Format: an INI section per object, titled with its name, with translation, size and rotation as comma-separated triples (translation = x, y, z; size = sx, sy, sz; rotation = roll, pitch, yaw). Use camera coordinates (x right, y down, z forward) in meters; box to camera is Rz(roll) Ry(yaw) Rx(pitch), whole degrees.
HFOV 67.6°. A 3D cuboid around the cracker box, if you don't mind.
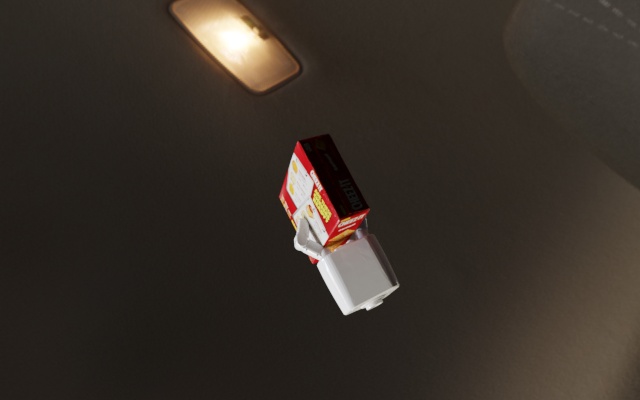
[cracker box]
translation = 0.000, 0.003, 0.897
size = 0.072, 0.164, 0.214
rotation = -19, -20, -23
